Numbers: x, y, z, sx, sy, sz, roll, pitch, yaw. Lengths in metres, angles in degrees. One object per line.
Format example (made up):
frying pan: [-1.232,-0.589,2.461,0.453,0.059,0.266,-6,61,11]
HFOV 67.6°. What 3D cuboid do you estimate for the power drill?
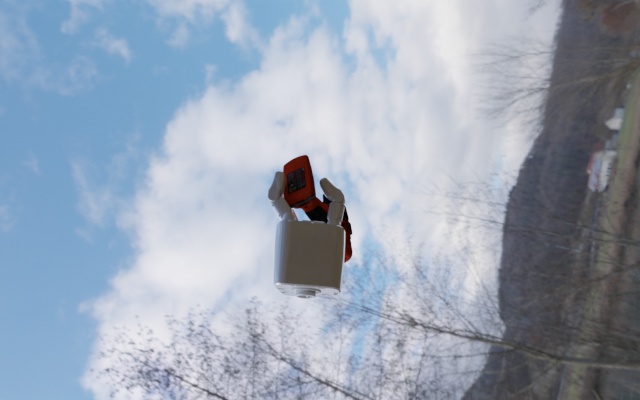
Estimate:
power drill: [0.000,0.003,0.895,0.057,0.184,0.188,-26,-47,16]
